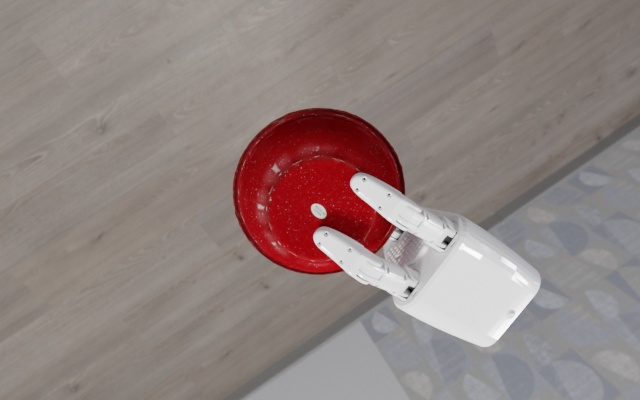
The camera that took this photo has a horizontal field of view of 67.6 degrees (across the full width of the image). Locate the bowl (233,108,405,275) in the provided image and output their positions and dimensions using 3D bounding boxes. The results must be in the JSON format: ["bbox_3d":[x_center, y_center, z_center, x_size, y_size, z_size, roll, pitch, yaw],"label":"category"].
[{"bbox_3d":[-0.001,0.001,0.422,0.162,0.162,0.055,0,15,-2],"label":"bowl"}]
